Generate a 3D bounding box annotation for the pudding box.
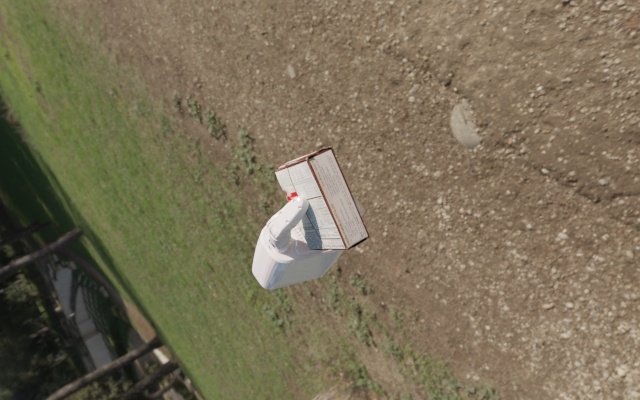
[{"bbox_3d":[0.000,0.002,0.551,0.039,0.113,0.090,-30,9,-29],"label":"pudding box"}]
